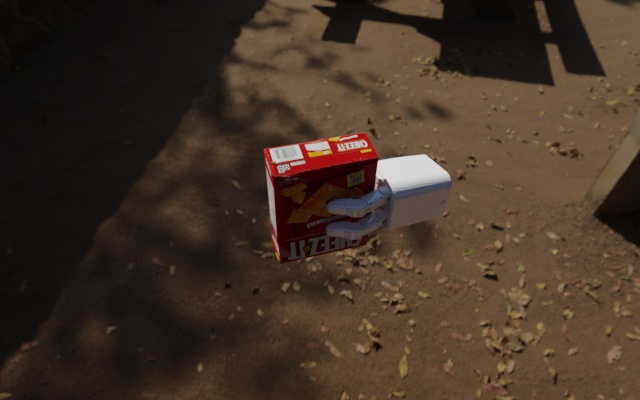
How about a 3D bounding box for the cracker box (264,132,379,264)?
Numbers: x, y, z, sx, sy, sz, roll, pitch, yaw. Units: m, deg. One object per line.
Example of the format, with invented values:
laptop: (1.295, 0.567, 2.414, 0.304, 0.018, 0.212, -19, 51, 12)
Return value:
cracker box: (0.000, 0.002, 0.782, 0.164, 0.214, 0.072, -11, 47, -11)
